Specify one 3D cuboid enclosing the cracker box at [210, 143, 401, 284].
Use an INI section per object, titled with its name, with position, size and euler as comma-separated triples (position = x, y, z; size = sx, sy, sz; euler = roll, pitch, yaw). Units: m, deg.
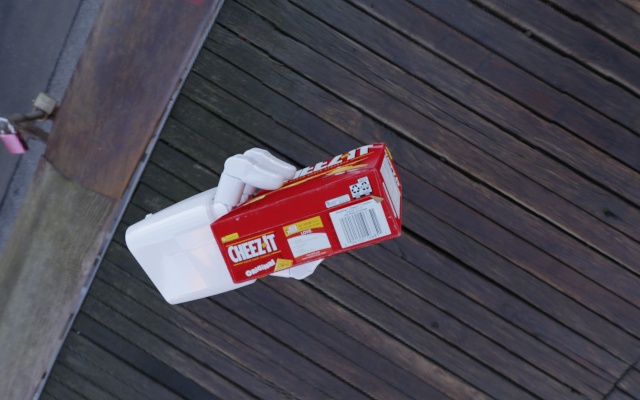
[cracker box]
position = 0.000, 0.002, 0.519
size = 0.164, 0.072, 0.213
euler = -18, 9, 13
